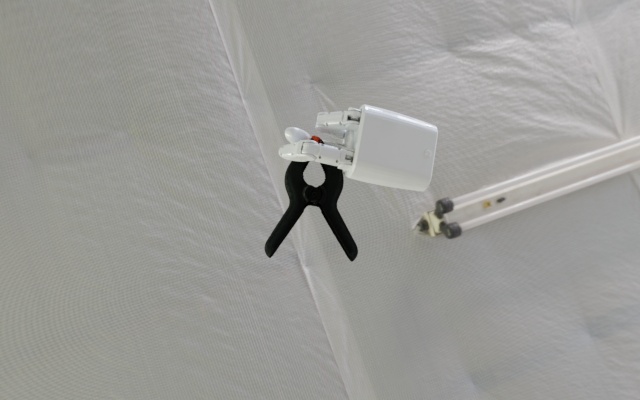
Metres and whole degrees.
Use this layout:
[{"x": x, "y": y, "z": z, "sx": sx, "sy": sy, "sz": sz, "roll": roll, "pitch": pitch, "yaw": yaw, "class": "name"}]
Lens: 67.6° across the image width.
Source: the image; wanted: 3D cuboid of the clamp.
[{"x": 0.000, "y": 0.002, "z": 0.634, "sx": 0.120, "sy": 0.171, "sz": 0.039, "roll": 13, "pitch": -10, "yaw": -9, "class": "clamp"}]
